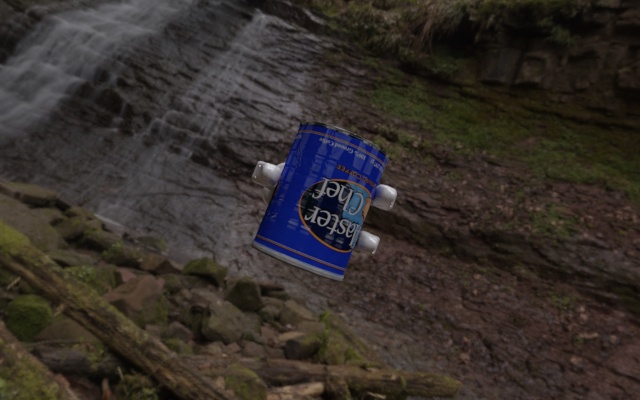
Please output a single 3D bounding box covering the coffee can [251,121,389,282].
[{"bbox_3d":[0.000,0.002,0.505,0.103,0.140,0.103,21,-4,2],"label":"coffee can"}]
